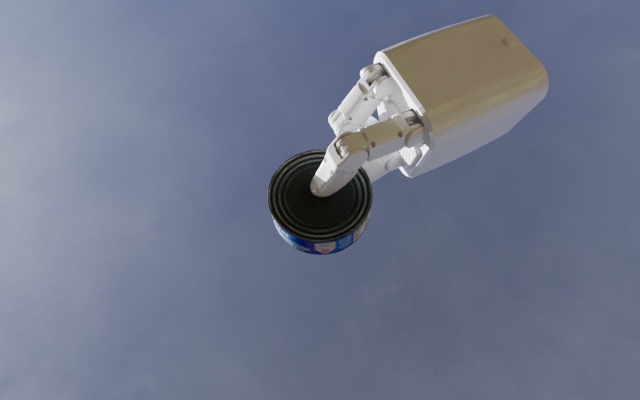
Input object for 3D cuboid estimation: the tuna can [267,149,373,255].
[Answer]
[{"bbox_3d":[0.000,0.002,0.401,0.086,0.086,0.034,0,-28,2],"label":"tuna can"}]
